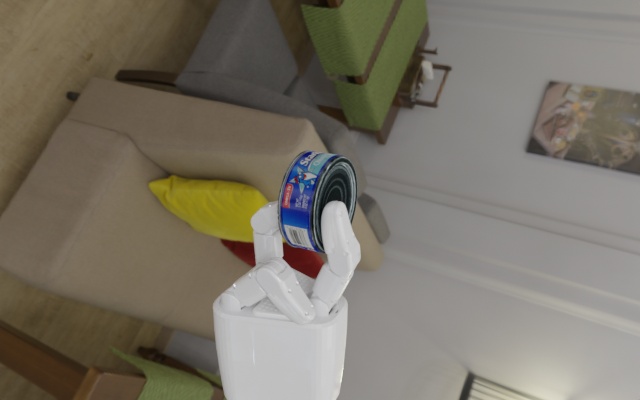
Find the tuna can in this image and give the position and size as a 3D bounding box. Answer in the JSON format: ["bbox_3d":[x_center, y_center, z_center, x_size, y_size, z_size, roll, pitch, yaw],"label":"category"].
[{"bbox_3d":[0.001,0.001,0.409,0.034,0.086,0.086,10,5,27],"label":"tuna can"}]
